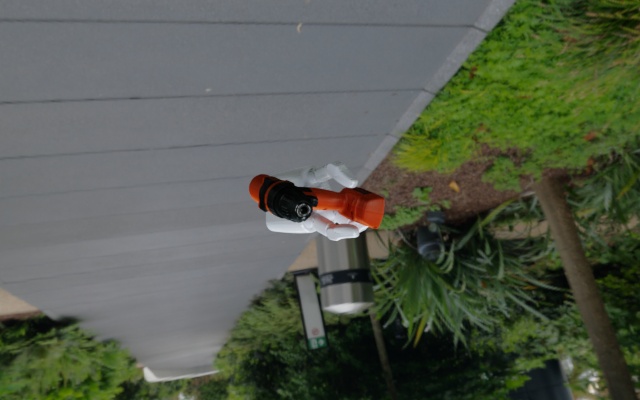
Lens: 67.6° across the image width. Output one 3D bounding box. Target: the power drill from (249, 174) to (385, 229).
[{"bbox_3d":[0.000,0.002,0.723,0.187,0.057,0.184,9,9,-27],"label":"power drill"}]
